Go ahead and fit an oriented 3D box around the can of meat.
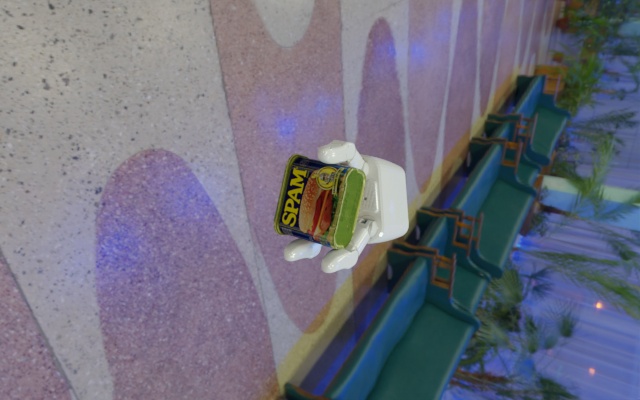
[{"bbox_3d":[0.000,0.002,0.571,0.084,0.102,0.057,14,3,29],"label":"can of meat"}]
